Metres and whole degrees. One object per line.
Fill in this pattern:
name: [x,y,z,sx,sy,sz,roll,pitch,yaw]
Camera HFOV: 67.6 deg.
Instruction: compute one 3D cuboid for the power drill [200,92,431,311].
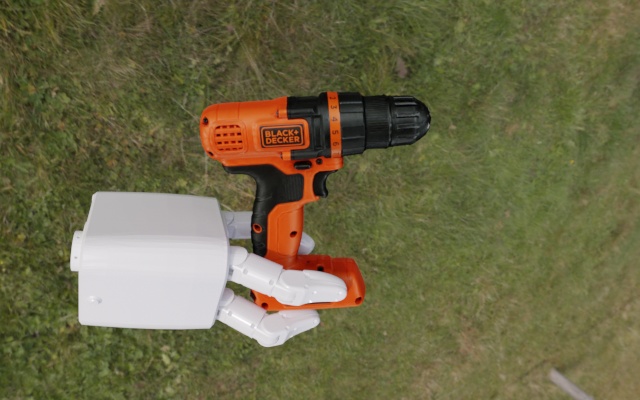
power drill: [0.000,0.002,0.412,0.184,0.188,0.057,-3,22,1]
